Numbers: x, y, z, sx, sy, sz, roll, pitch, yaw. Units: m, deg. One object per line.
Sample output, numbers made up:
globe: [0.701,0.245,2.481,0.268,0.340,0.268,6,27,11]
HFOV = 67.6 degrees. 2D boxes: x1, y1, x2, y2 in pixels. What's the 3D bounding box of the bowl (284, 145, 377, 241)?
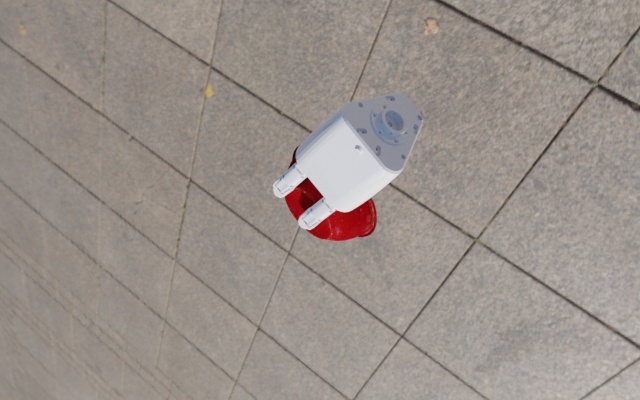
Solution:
bowl: [0.000,0.003,0.667,0.055,0.162,0.162,-40,20,-26]
